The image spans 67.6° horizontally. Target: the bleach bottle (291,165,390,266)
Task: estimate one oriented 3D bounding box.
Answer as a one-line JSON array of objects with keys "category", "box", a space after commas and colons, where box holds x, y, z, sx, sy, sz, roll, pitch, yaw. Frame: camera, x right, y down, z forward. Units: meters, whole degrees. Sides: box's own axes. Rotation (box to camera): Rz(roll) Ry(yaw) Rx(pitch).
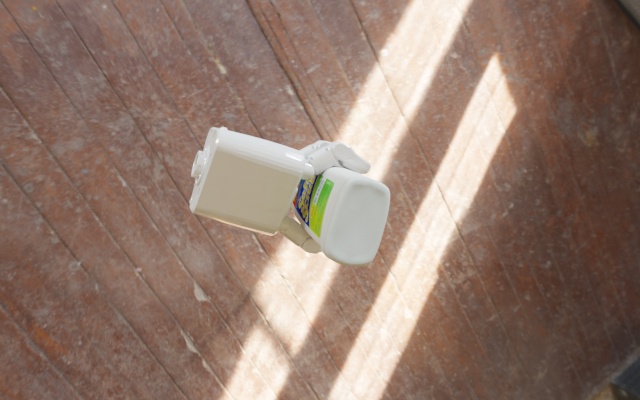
[{"category": "bleach bottle", "box": [0.000, 0.002, 0.629, 0.068, 0.102, 0.251, 14, 4, -22]}]
